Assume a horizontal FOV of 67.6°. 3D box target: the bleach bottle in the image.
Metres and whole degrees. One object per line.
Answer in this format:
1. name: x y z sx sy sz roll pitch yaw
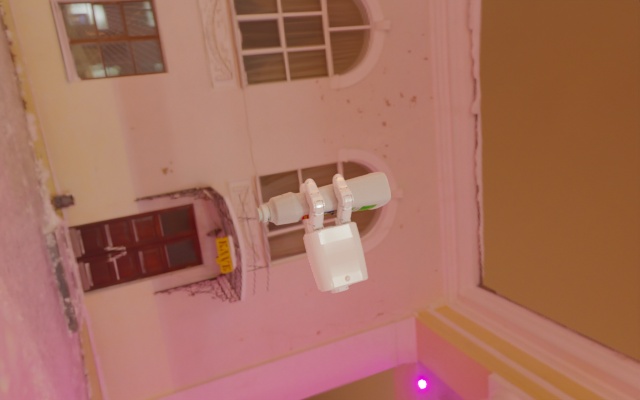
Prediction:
1. bleach bottle: 0.000 0.003 0.890 0.251 0.068 0.102 -12 -6 -22
